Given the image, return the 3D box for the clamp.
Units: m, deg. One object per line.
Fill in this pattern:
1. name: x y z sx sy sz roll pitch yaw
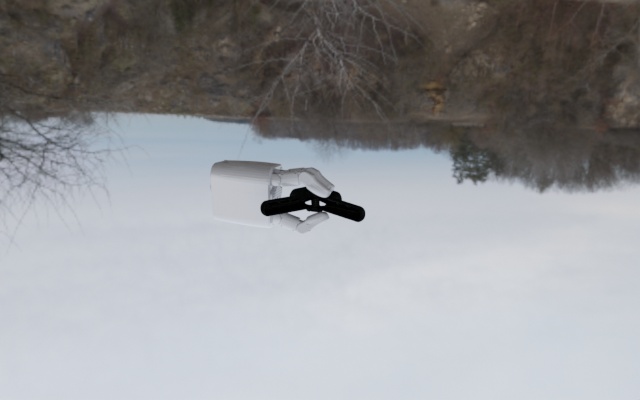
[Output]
1. clamp: 0.000 0.003 0.831 0.164 0.036 0.210 6 10 8
